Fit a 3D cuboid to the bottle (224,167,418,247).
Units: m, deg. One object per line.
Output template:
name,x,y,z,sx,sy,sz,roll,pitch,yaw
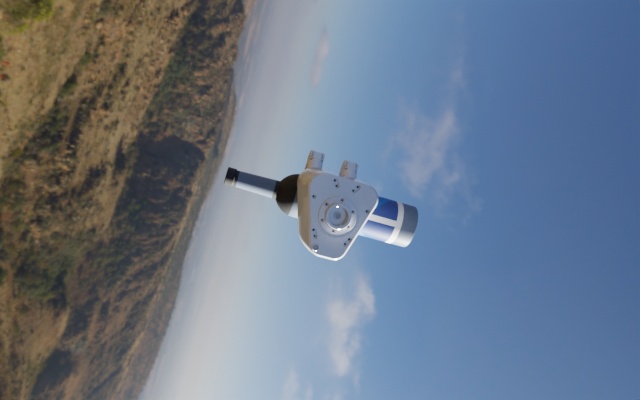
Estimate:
bottle,0.000,0.002,0.731,0.296,0.069,0.069,16,-3,-9
